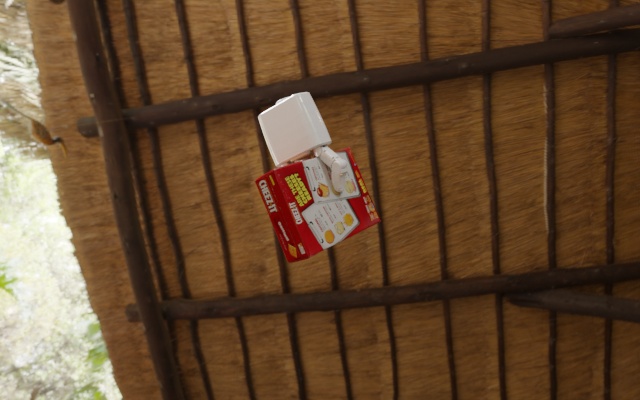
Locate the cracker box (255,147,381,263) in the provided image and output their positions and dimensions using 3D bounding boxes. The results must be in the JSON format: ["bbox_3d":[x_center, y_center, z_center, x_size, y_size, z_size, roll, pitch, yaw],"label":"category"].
[{"bbox_3d":[0.000,0.003,0.899,0.213,0.164,0.072,-22,-1,-45],"label":"cracker box"}]
